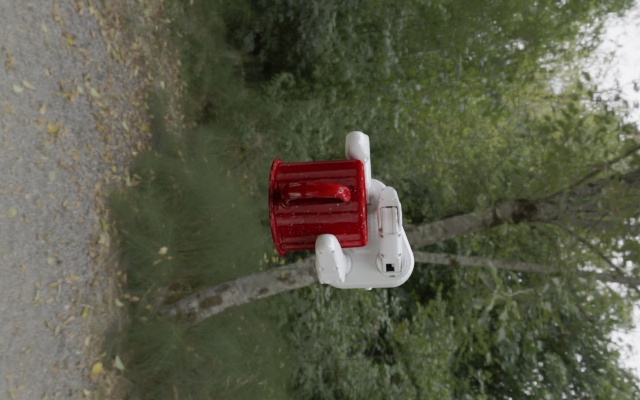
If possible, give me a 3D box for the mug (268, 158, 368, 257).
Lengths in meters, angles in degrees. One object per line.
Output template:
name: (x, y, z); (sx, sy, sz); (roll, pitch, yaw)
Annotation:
mug: (0.000, 0.001, 0.431); (0.081, 0.093, 0.117); (-3, -14, 7)
